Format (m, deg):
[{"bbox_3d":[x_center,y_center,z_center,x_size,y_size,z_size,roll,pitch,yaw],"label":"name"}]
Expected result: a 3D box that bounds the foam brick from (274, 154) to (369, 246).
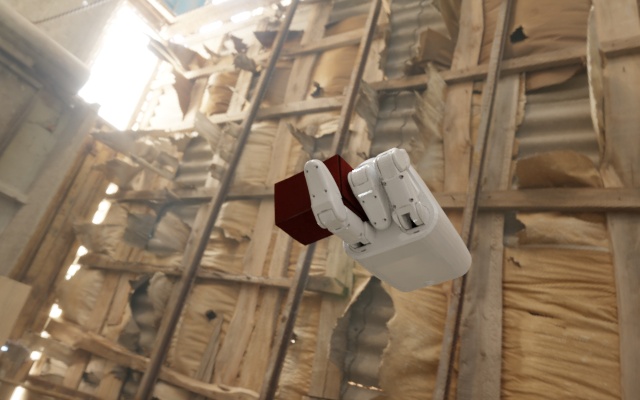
[{"bbox_3d":[0.000,0.002,0.468,0.078,0.053,0.051,-23,-41,25],"label":"foam brick"}]
